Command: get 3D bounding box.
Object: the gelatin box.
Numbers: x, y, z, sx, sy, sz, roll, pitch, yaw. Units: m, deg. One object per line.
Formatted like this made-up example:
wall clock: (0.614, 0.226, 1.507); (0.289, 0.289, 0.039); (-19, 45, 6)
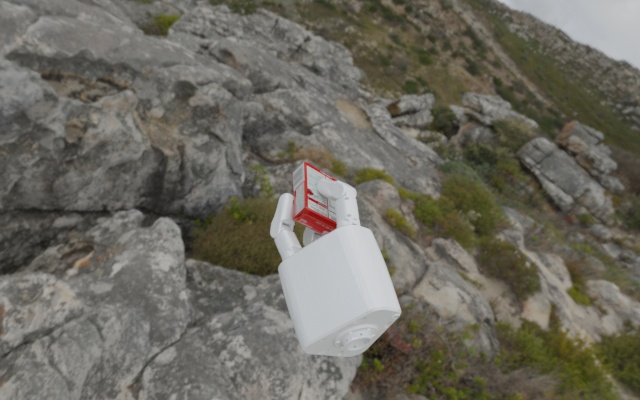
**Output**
gelatin box: (0.000, 0.002, 0.616); (0.073, 0.089, 0.030); (29, -53, -28)
